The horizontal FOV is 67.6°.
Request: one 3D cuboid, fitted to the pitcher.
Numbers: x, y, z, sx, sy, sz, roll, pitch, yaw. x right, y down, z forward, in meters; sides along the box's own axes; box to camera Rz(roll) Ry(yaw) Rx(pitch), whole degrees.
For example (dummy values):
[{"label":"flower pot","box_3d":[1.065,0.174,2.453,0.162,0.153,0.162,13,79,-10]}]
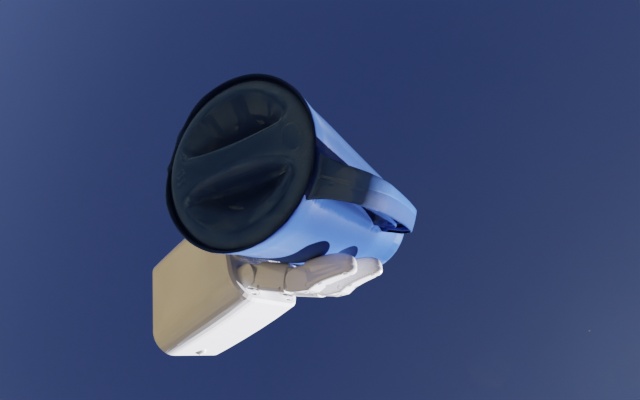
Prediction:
[{"label":"pitcher","box_3d":[0.000,0.001,0.429,0.145,0.149,0.243,-37,-28,15]}]
